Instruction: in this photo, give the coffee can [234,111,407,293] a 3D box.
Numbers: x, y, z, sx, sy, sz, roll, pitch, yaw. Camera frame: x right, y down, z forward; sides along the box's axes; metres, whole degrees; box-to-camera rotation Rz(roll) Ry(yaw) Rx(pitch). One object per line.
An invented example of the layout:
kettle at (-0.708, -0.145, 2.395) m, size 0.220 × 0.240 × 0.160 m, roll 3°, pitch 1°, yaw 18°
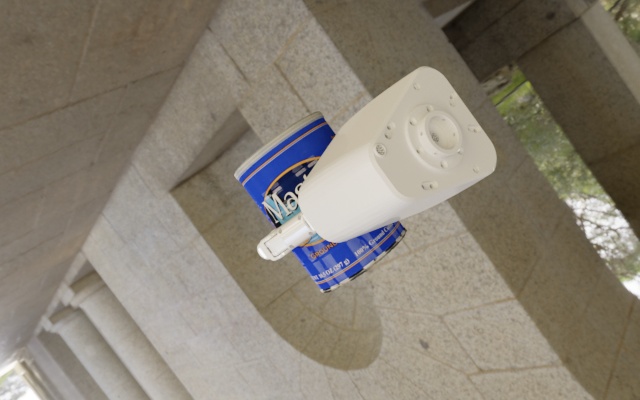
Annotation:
coffee can at (0.000, 0.001, 0.459) m, size 0.103 × 0.140 × 0.103 m, roll -36°, pitch 2°, yaw 1°
